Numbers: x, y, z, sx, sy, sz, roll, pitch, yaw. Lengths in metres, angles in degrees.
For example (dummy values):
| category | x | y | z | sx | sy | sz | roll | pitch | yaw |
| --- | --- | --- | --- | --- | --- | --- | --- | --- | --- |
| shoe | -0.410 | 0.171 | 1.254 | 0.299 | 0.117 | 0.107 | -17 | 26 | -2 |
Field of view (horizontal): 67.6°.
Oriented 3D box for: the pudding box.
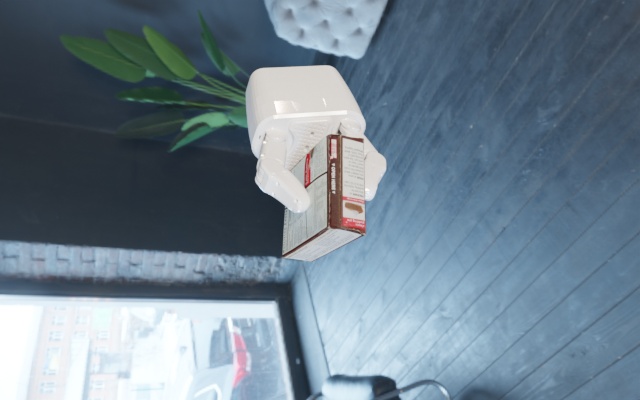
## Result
| category | x | y | z | sx | sy | sz | roll | pitch | yaw |
| --- | --- | --- | --- | --- | --- | --- | --- | --- | --- |
| pudding box | 0.000 | 0.001 | 0.444 | 0.039 | 0.090 | 0.113 | 8 | -21 | -21 |
